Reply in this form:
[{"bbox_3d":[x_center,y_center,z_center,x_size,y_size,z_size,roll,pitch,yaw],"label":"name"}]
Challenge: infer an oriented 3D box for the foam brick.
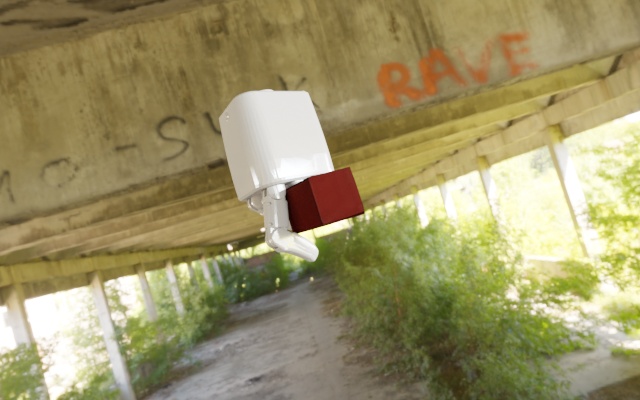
[{"bbox_3d":[0.000,0.002,0.507,0.053,0.051,0.078,-14,-4,-28],"label":"foam brick"}]
